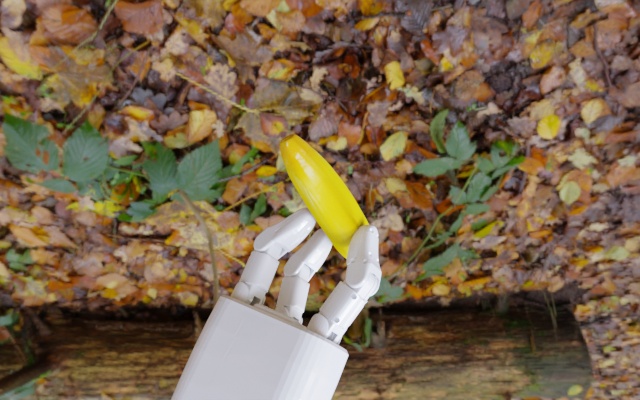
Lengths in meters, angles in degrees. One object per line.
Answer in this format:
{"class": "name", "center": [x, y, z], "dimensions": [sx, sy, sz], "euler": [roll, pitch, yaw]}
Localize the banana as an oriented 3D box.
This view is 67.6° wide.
{"class": "banana", "center": [0.013, 0.014, 0.429], "dimensions": [0.069, 0.037, 0.198], "euler": [42, -8, 27]}
